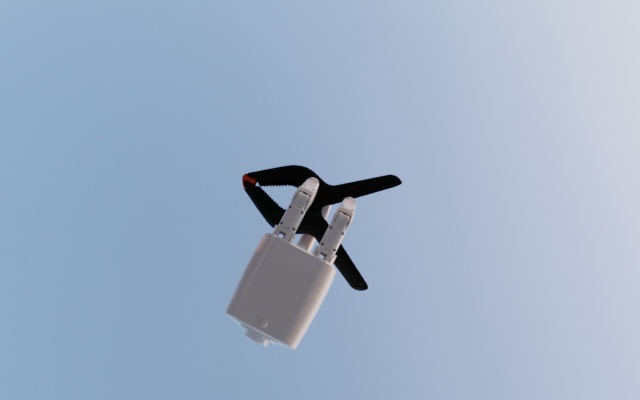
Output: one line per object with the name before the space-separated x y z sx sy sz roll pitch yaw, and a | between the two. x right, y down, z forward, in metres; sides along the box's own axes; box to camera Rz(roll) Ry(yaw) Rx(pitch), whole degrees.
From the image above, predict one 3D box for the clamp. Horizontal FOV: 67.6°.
clamp | -0.001 0.002 0.635 0.210 0.164 0.036 28 -18 0
